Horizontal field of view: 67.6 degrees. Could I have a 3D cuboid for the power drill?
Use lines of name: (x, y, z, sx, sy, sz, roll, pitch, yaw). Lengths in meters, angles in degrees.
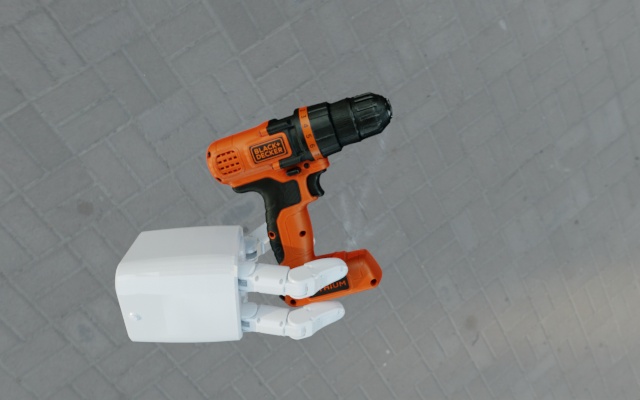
power drill: (0.000, 0.002, 0.474, 0.184, 0.188, 0.057, -16, 12, 12)
